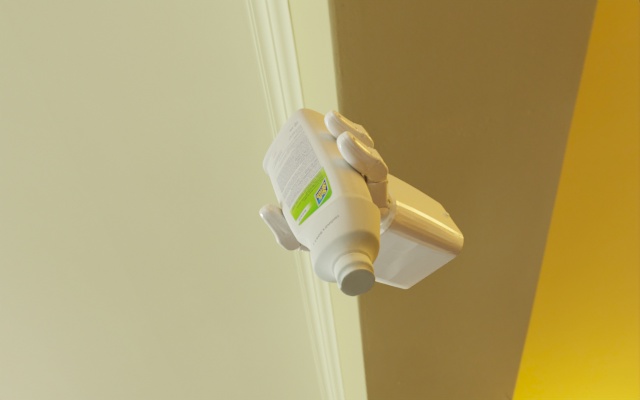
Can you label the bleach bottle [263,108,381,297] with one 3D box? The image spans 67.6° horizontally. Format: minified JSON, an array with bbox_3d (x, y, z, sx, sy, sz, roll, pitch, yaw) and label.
[{"bbox_3d":[0.000,0.001,0.473,0.068,0.103,0.250,22,26,-26],"label":"bleach bottle"}]
